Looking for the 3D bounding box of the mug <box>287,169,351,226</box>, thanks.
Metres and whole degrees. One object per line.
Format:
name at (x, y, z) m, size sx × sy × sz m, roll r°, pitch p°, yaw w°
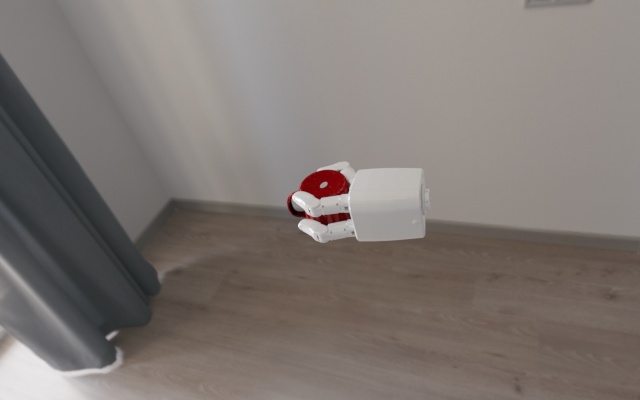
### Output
mug at (-0.001, 0.003, 0.807) m, size 0.117 × 0.082 × 0.093 m, roll -3°, pitch 41°, yaw 15°
